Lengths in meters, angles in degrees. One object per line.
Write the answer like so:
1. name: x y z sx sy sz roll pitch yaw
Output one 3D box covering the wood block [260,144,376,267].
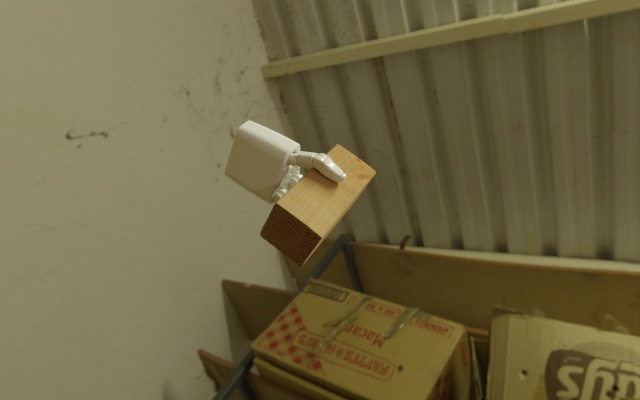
1. wood block: 0.000 0.002 0.815 0.090 0.091 0.206 37 45 5
